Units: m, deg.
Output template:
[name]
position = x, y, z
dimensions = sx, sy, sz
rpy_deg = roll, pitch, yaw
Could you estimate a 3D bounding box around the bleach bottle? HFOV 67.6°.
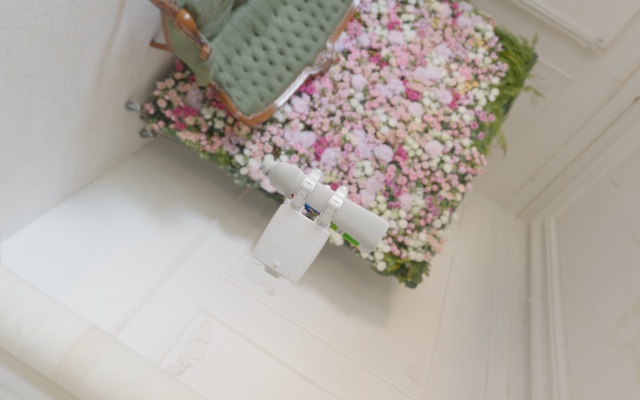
[bleach bottle]
position = 0.000, 0.003, 0.874
dimensions = 0.251, 0.068, 0.102
rpy_deg = 33, -10, 1
